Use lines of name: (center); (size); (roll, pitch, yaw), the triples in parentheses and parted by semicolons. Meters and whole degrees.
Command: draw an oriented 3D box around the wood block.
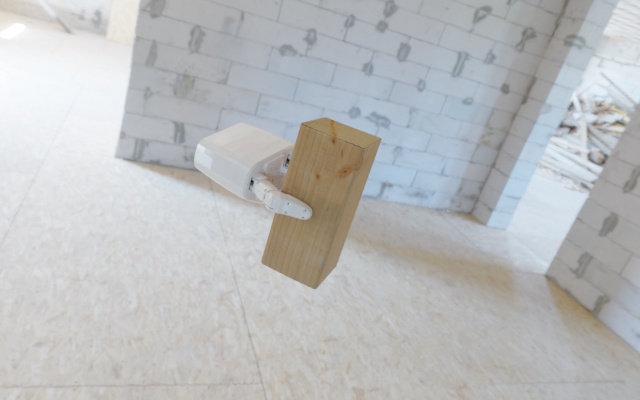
wood block: (0.000, 0.002, 0.654); (0.090, 0.206, 0.091); (24, 22, 15)
